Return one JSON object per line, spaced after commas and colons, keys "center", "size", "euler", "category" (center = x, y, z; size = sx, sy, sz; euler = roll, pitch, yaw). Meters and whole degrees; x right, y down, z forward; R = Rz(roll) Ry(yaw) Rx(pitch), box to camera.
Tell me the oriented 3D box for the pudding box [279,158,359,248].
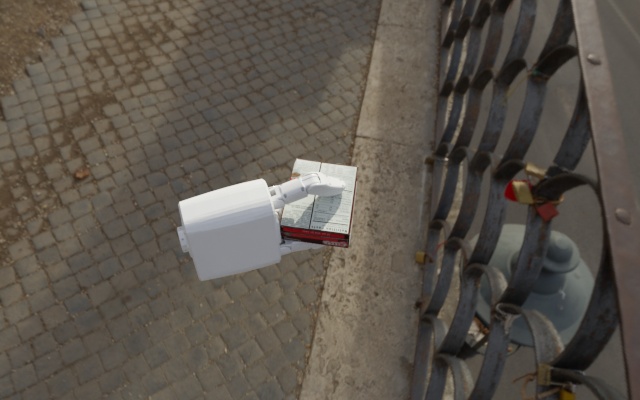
{"center": [0.000, 0.002, 0.622], "size": [0.090, 0.113, 0.039], "euler": [8, -32, 3], "category": "pudding box"}
